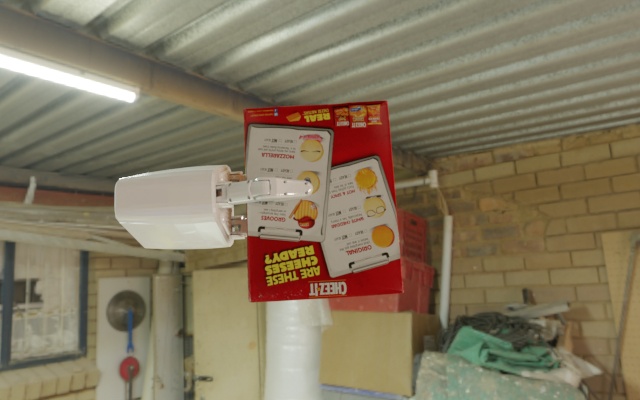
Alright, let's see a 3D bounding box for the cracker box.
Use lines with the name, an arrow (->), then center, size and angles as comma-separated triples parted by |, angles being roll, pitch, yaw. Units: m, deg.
cracker box -> 0.000, 0.002, 0.542 | 0.164, 0.213, 0.072 | -3, -9, 0
